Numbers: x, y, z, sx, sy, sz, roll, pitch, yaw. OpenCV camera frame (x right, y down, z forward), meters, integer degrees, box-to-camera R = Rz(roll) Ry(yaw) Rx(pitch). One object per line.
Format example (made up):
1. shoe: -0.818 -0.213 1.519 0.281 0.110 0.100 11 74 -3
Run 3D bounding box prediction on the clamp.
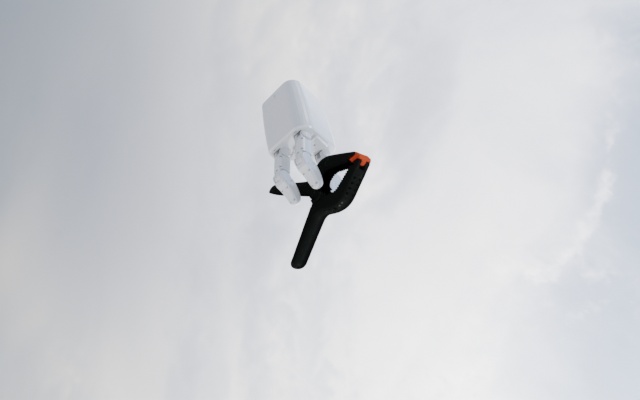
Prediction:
1. clamp: 0.001 0.002 0.758 0.036 0.164 0.210 13 -38 -44
